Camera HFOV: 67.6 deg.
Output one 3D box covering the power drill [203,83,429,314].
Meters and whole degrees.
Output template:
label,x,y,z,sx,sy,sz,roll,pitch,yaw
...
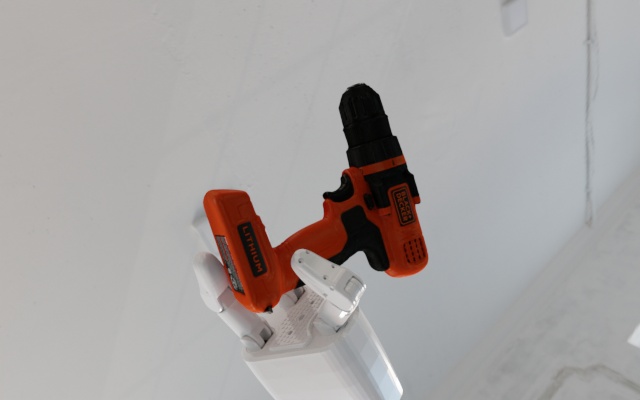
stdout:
label,x,y,z,sx,sy,sz,roll,pitch,yaw
power drill,0.000,0.002,0.416,0.187,0.184,0.057,-19,3,-23
